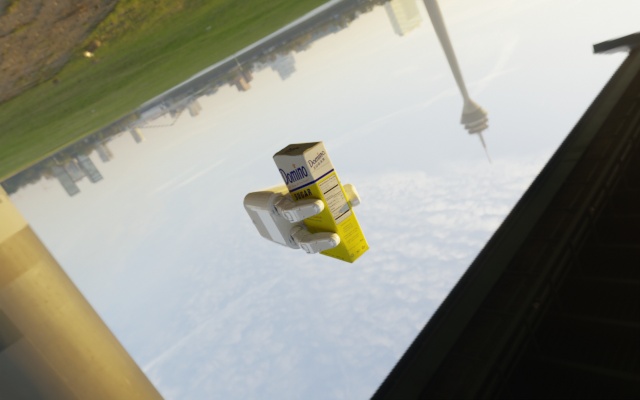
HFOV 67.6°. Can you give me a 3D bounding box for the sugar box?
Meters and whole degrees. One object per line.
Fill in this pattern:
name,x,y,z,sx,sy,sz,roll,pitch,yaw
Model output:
sugar box,0.000,0.003,0.692,0.048,0.176,0.093,-37,21,-25
